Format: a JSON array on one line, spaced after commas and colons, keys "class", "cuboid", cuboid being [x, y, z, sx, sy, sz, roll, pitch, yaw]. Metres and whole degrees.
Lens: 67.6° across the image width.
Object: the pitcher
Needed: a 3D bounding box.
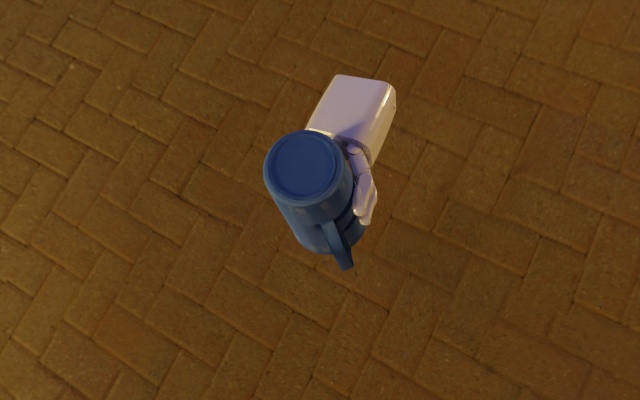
[{"class": "pitcher", "cuboid": [0.000, 0.002, 0.712, 0.149, 0.145, 0.243, 23, -12, 16]}]
